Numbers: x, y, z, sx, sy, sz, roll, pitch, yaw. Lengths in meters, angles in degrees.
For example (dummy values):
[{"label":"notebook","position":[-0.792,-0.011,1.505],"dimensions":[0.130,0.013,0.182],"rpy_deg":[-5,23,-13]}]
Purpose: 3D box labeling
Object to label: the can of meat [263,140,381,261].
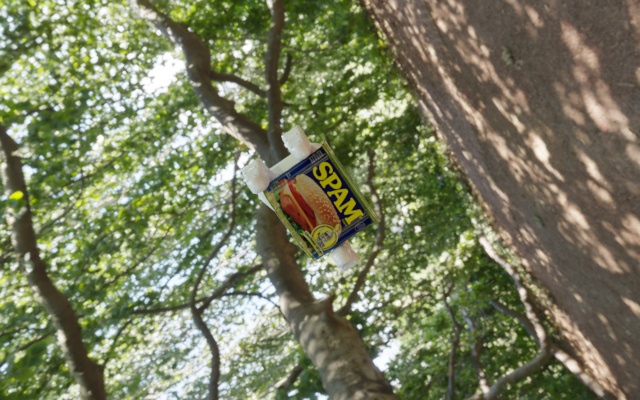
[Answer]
[{"label":"can of meat","position":[0.000,0.002,0.508],"dimensions":[0.084,0.102,0.057],"rpy_deg":[-34,6,5]}]
